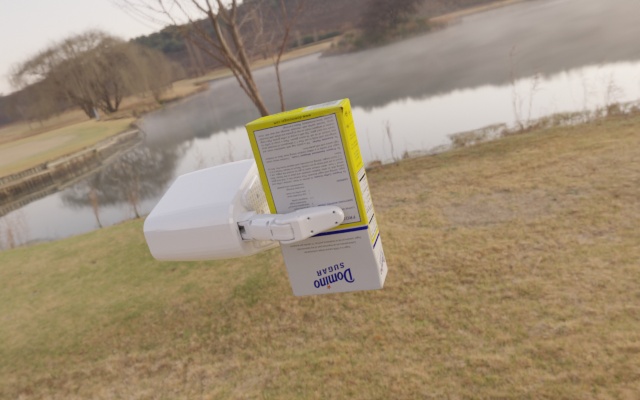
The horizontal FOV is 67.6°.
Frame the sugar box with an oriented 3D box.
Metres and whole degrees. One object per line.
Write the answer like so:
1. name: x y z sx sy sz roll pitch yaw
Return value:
1. sugar box: 0.000 0.001 0.453 0.093 0.176 0.048 -8 19 19
